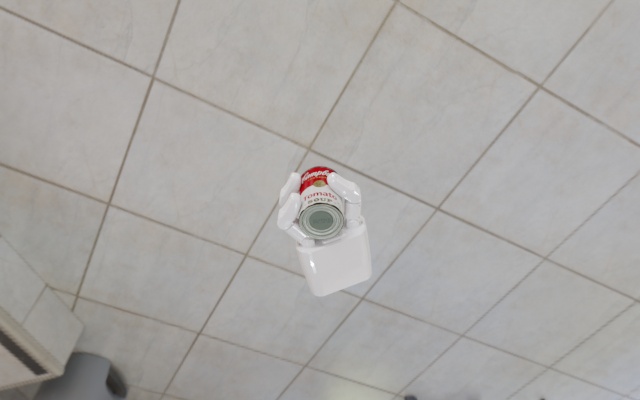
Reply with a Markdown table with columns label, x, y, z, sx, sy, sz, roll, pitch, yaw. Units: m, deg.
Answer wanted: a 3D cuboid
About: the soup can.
| label | x | y | z | sx | sy | sz | roll | pitch | yaw |
| --- | --- | --- | --- | --- | --- | --- | --- | --- | --- |
| soup can | 0.000 | 0.002 | 0.725 | 0.068 | 0.069 | 0.102 | 0 | 36 | -1 |
